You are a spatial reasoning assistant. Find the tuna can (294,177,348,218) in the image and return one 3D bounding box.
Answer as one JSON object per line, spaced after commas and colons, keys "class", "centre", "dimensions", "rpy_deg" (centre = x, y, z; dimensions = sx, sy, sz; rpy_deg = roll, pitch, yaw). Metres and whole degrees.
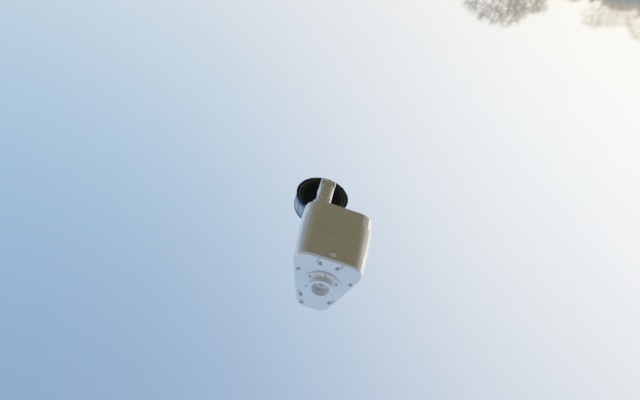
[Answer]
{"class": "tuna can", "centre": [0.000, 0.003, 0.780], "dimensions": [0.086, 0.034, 0.086], "rpy_deg": [9, 42, -8]}
